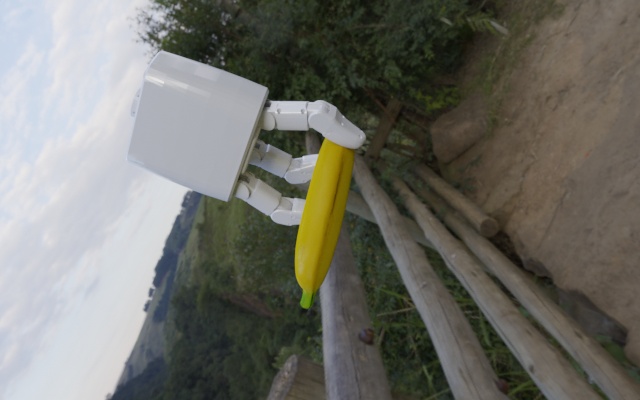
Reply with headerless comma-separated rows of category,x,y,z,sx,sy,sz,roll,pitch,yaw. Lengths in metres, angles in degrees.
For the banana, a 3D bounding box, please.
banana,0.004,-0.001,0.454,0.037,0.197,0.070,17,-22,-8
